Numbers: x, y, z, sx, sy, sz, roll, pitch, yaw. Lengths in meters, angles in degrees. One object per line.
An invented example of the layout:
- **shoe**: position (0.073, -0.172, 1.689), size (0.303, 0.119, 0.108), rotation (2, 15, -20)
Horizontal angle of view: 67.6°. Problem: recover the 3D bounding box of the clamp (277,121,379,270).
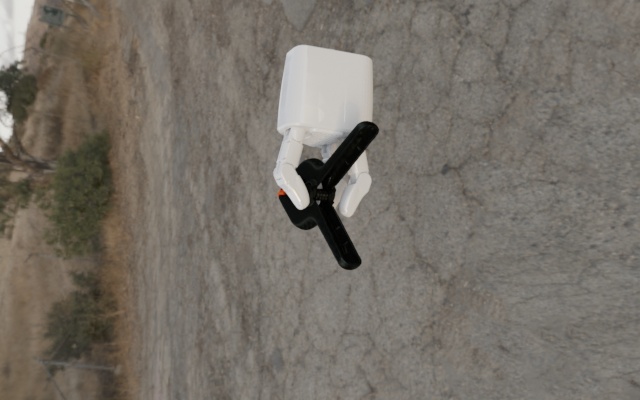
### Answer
- **clamp**: position (-0.001, 0.002, 0.597), size (0.036, 0.164, 0.210), rotation (10, -11, -29)
